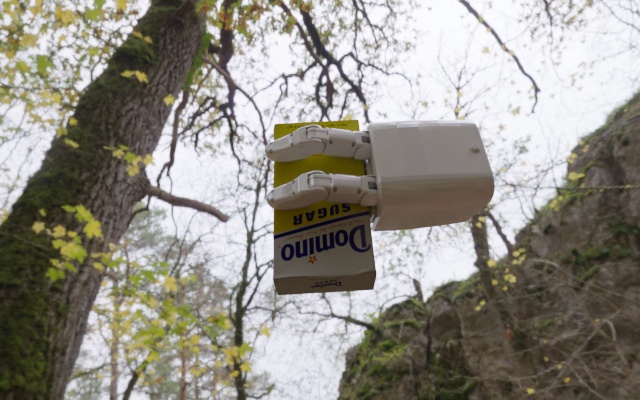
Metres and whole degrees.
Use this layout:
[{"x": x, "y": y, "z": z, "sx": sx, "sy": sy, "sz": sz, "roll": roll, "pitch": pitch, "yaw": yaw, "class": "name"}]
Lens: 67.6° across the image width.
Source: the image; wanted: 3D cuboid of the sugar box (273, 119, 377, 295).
[{"x": 0.000, "y": 0.001, "z": 0.470, "sx": 0.093, "sy": 0.176, "sz": 0.048, "roll": -4, "pitch": -33, "yaw": 0, "class": "sugar box"}]
